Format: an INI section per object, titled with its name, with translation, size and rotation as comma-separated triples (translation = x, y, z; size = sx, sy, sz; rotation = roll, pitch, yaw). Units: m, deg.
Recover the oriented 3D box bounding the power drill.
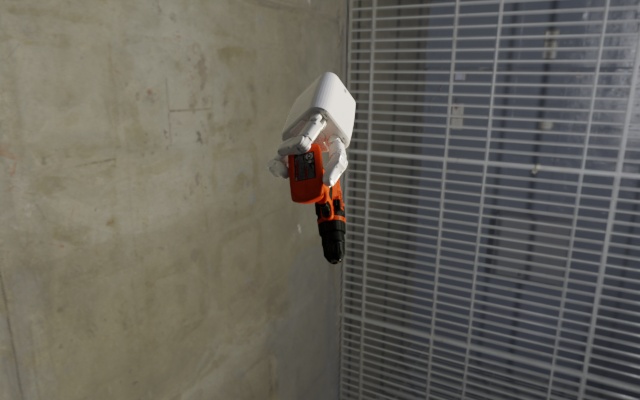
[power drill]
translation = 0.000, 0.002, 0.828
size = 0.057, 0.184, 0.188
rotation = -12, -26, 10
